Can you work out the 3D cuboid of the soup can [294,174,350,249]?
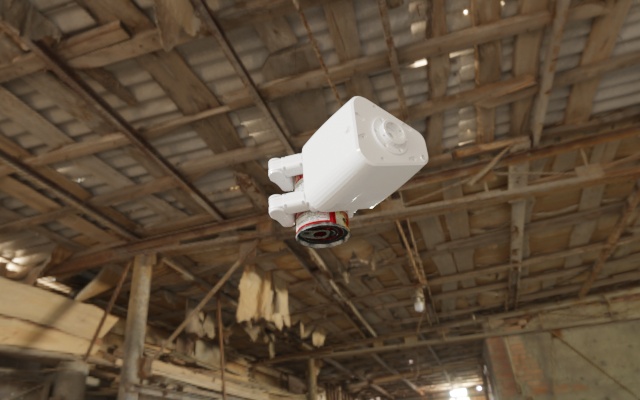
[{"bbox_3d":[0.000,0.002,0.619,0.068,0.102,0.068,-3,-29,-2],"label":"soup can"}]
